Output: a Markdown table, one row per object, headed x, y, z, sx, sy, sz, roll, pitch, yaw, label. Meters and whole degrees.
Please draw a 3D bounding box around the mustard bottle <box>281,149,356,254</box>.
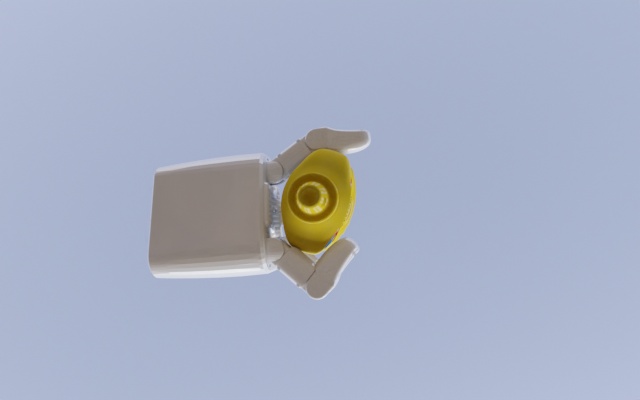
| x | y | z | sx | sy | sz | roll | pitch | yaw | label |
| --- | --- | --- | --- | --- | --- | --- | --- | --- | --- |
| 0.000 | 0.002 | 0.451 | 0.058 | 0.096 | 0.191 | 19 | -1 | 6 | mustard bottle |
